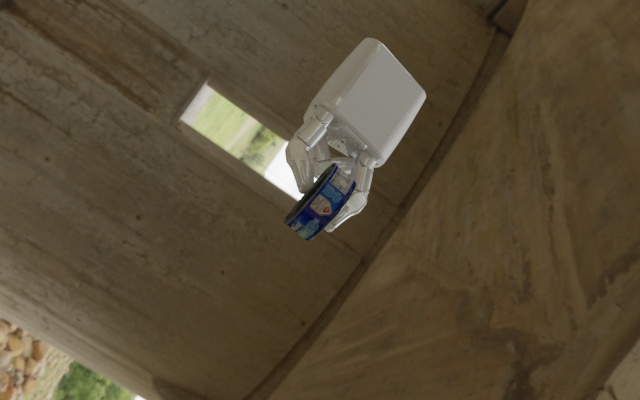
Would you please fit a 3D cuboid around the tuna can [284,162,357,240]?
[{"bbox_3d":[0.000,0.002,0.520,0.034,0.086,0.086,40,-6,-6],"label":"tuna can"}]
